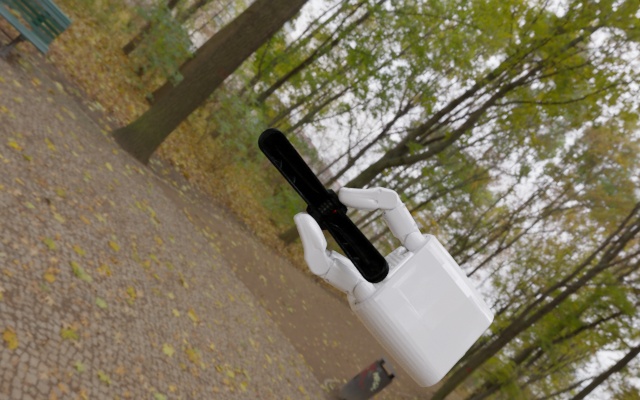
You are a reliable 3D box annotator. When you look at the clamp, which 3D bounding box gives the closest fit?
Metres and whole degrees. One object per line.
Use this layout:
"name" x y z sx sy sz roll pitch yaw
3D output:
"clamp" 0.001 0.001 0.498 0.036 0.164 0.210 -38 2 0
